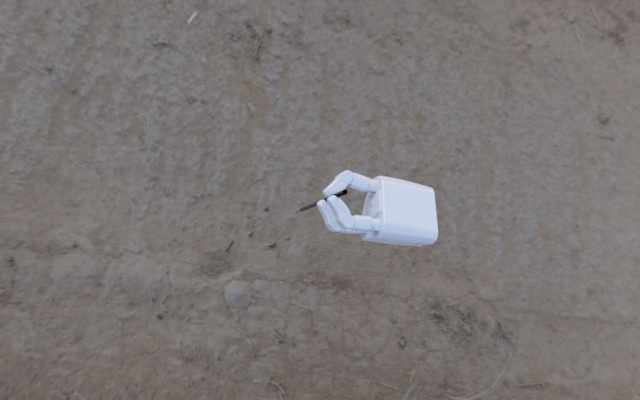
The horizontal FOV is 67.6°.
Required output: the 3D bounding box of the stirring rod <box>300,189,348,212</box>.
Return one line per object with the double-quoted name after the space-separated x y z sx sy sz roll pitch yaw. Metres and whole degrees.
0.000 0.003 0.849 0.011 0.011 0.239 0 -8 -19 "stirring rod"
